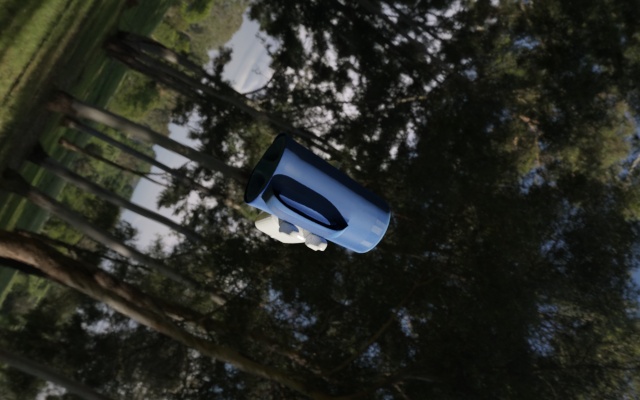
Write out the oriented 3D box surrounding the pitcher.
[{"bbox_3d":[0.000,0.003,0.825,0.243,0.149,0.145,29,-20,-22],"label":"pitcher"}]
